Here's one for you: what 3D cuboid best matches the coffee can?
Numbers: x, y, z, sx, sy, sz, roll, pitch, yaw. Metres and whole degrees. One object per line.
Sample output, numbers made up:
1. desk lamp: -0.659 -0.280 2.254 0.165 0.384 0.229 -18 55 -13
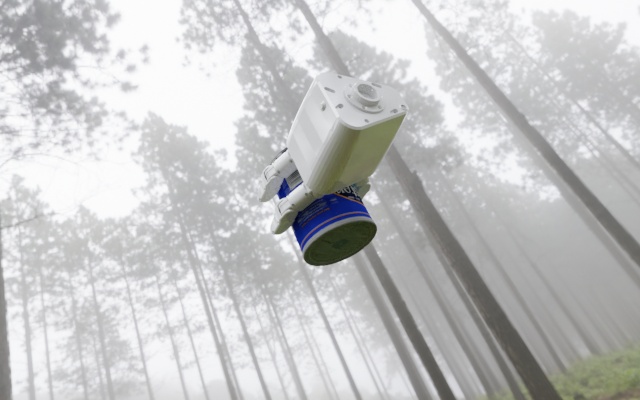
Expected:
1. coffee can: 0.000 0.002 0.643 0.103 0.140 0.103 -19 -31 -12
